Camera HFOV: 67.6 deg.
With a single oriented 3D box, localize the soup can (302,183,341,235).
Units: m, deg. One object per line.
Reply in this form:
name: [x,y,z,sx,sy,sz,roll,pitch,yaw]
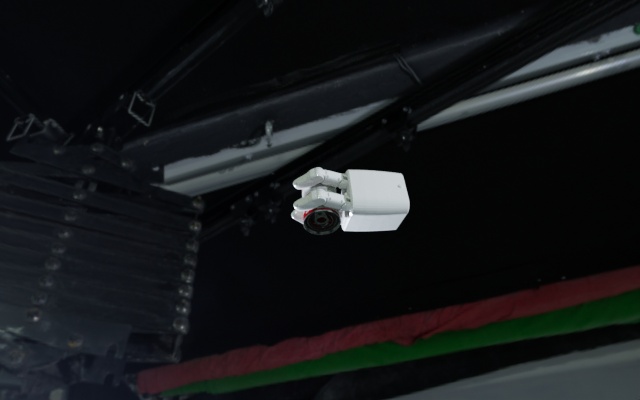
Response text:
soup can: [0.000,0.003,0.886,0.068,0.102,0.069,-3,-42,-2]
